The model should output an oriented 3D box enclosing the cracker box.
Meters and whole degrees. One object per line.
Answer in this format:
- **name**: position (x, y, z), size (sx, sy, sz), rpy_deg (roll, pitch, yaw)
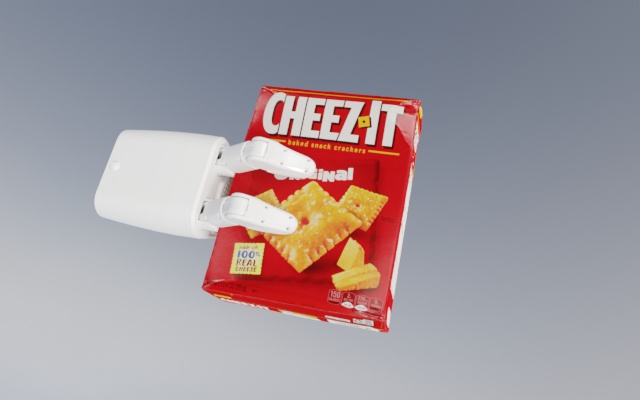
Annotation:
- **cracker box**: position (0.000, 0.002, 0.455), size (0.164, 0.213, 0.072), rpy_deg (8, -19, 12)
